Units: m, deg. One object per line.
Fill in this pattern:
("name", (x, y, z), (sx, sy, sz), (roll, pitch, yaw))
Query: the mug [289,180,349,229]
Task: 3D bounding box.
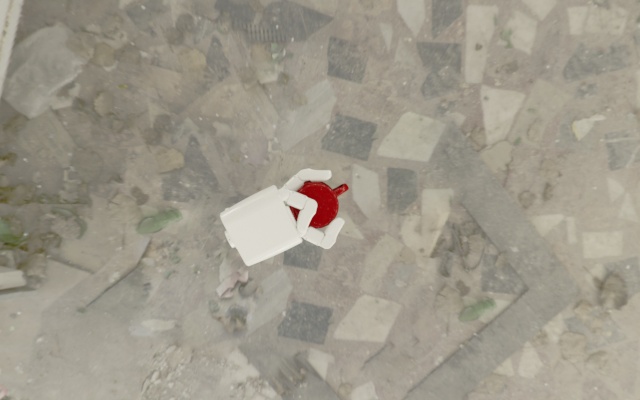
("mug", (0.001, 0.002, 0.878), (0.117, 0.093, 0.081), (-27, 4, -3))
